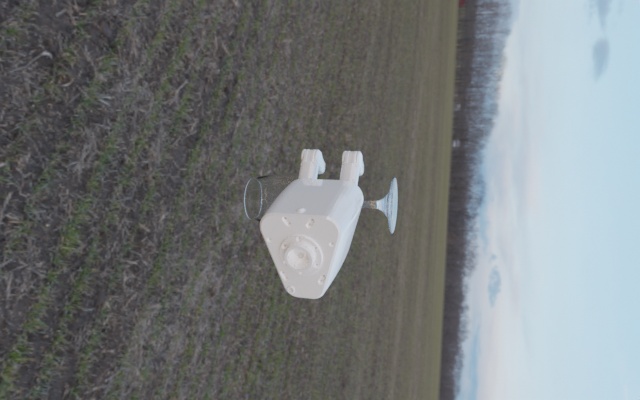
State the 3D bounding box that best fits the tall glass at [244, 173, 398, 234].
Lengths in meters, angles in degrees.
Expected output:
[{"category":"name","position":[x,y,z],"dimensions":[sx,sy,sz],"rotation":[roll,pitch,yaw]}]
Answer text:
[{"category":"tall glass","position":[0.001,0.002,0.651],"dimensions":[0.201,0.079,0.079],"rotation":[3,1,16]}]
